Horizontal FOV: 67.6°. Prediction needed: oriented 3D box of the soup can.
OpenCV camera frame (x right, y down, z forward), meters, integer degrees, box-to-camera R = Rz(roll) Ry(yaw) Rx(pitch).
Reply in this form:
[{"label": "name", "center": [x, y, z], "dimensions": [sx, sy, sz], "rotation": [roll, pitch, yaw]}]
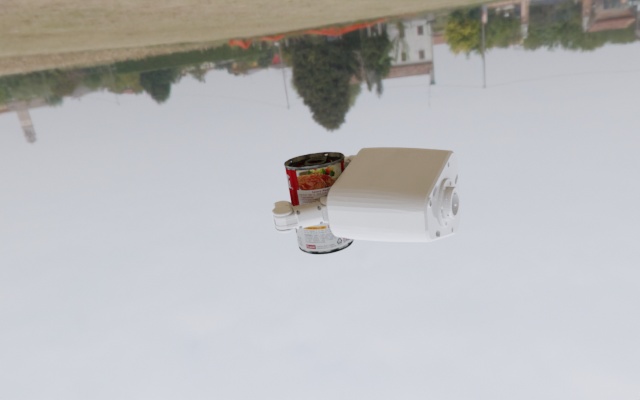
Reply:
[{"label": "soup can", "center": [0.000, 0.002, 0.543], "dimensions": [0.068, 0.102, 0.068], "rotation": [-8, 17, 2]}]
